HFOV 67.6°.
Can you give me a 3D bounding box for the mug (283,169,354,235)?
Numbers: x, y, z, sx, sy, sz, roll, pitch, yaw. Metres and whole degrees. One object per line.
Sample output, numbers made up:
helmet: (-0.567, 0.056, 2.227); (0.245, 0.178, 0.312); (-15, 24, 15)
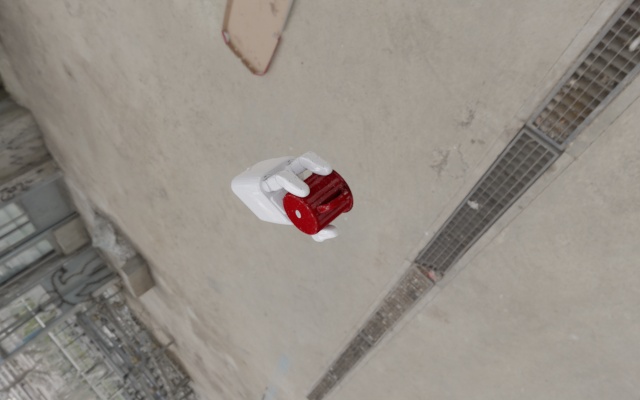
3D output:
mug: (0.001, 0.003, 0.768); (0.081, 0.093, 0.117); (-38, 21, -30)
